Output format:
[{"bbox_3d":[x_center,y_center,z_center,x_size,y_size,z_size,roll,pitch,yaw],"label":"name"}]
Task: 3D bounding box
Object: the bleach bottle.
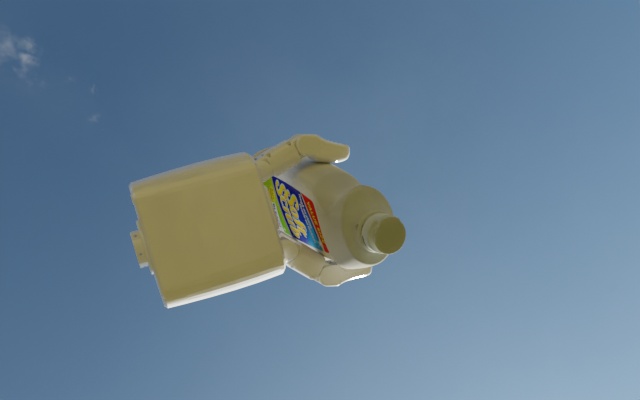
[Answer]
[{"bbox_3d":[0.000,0.002,0.470,0.068,0.102,0.251,-16,14,-22],"label":"bleach bottle"}]
